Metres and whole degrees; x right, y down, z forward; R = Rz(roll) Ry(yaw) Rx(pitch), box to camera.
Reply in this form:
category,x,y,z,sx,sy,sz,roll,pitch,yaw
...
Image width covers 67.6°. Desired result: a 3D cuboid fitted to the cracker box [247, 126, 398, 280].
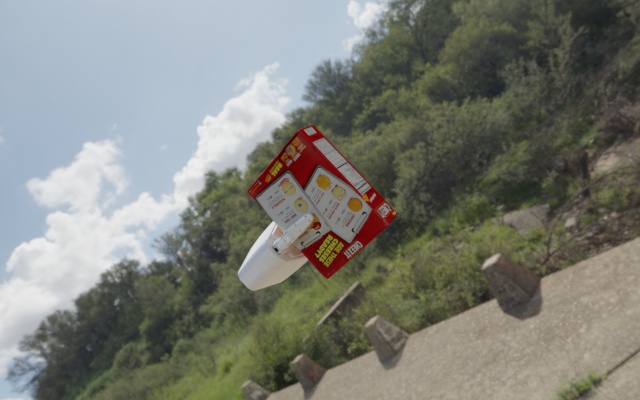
category,x,y,z,sx,sy,sz,roll,pitch,yaw
cracker box,0.000,0.003,0.827,0.164,0.213,0.072,-46,-5,31
